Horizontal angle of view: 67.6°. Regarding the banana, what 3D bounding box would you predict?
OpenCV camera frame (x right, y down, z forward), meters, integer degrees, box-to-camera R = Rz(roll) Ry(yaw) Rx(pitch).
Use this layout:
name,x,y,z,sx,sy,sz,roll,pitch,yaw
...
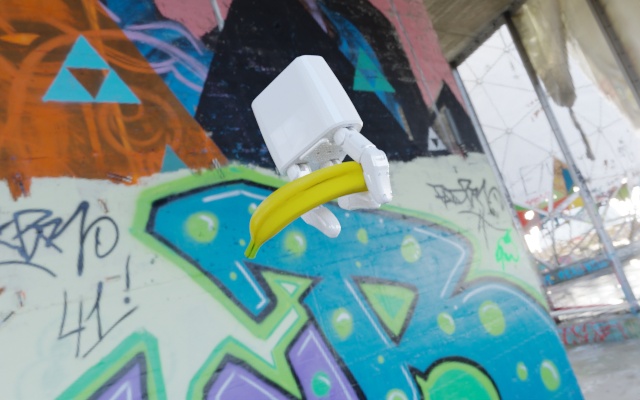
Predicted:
name,x,y,z,sx,sy,sz,roll,pitch,yaw
banana,-0.001,-0.006,0.525,0.198,0.037,0.070,-27,-24,-20
